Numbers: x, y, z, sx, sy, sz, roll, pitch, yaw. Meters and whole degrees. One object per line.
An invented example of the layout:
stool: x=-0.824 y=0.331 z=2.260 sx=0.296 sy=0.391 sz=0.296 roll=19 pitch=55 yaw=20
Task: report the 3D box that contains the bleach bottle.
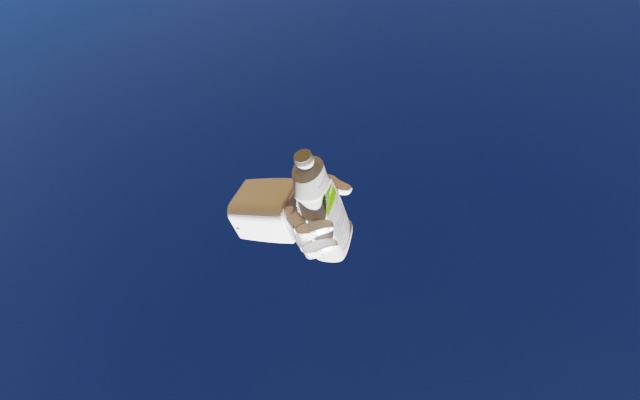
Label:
bleach bottle: x=0.000 y=0.003 z=0.825 sx=0.068 sy=0.102 sz=0.251 roll=2 pitch=-38 yaw=17
